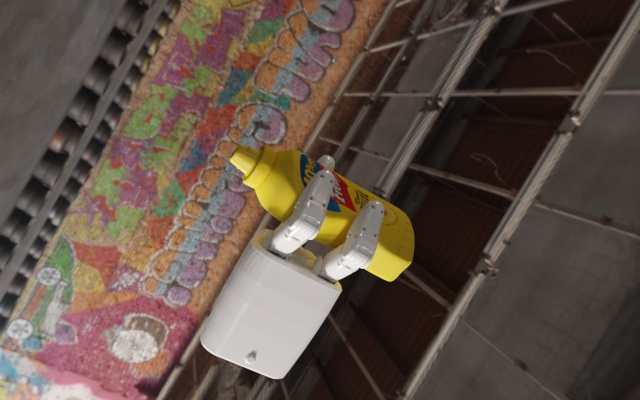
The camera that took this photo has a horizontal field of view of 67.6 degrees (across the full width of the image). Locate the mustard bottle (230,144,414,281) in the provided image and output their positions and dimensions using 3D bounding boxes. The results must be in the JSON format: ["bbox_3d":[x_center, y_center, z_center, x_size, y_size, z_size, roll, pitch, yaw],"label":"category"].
[{"bbox_3d":[0.000,0.001,0.463,0.192,0.058,0.096,29,29,-19],"label":"mustard bottle"}]
